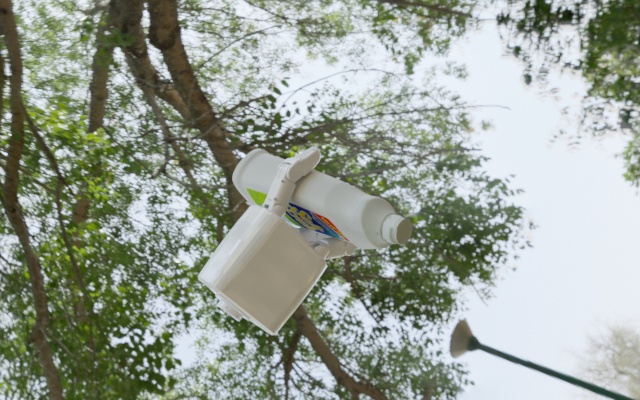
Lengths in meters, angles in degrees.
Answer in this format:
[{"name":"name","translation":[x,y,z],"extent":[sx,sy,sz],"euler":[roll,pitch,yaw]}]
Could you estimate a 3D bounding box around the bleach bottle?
[{"name":"bleach bottle","translation":[0.000,0.002,0.588],"extent":[0.251,0.068,0.103],"euler":[17,-28,45]}]
